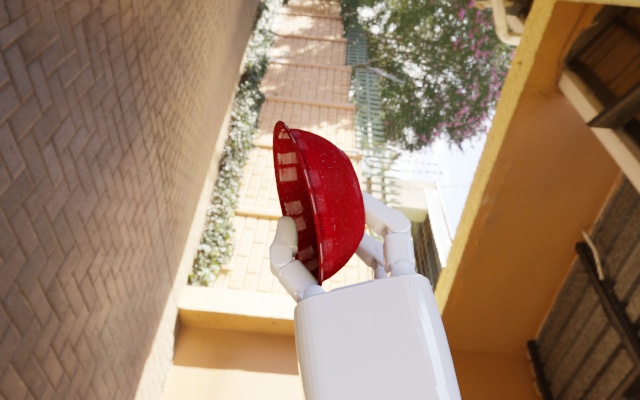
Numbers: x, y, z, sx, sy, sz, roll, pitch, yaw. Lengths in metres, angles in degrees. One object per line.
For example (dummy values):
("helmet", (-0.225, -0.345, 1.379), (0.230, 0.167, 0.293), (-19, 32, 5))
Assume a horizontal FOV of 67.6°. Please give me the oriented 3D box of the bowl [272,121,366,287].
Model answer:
("bowl", (0.000, 0.000, 0.450), (0.055, 0.162, 0.162), (-13, 3, -14))
